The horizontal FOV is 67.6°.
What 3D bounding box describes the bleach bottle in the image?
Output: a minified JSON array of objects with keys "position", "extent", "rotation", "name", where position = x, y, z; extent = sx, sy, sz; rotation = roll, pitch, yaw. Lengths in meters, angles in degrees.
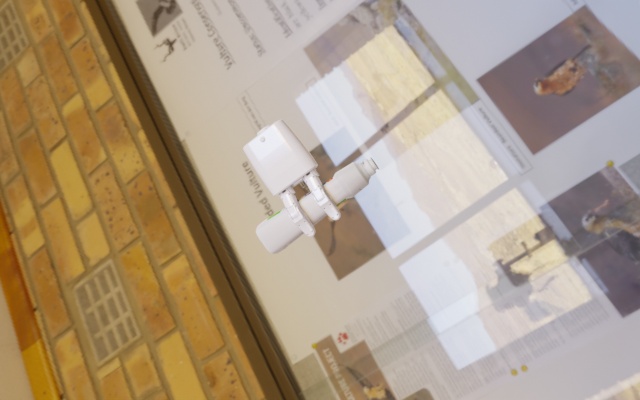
[{"position":[0.000,0.003,0.893],"extent":[0.251,0.068,0.102],"rotation":[-35,0,13],"name":"bleach bottle"}]
